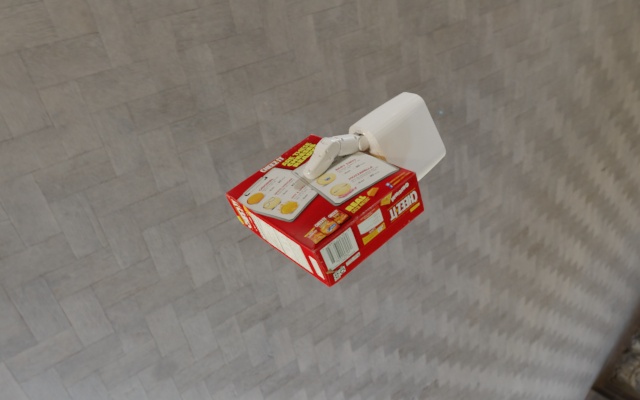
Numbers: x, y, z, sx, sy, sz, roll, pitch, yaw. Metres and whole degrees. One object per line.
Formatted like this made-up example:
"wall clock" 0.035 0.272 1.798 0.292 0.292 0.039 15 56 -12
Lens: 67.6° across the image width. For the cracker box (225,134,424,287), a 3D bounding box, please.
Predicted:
"cracker box" 0.000 0.002 0.630 0.164 0.072 0.213 -37 37 -21
